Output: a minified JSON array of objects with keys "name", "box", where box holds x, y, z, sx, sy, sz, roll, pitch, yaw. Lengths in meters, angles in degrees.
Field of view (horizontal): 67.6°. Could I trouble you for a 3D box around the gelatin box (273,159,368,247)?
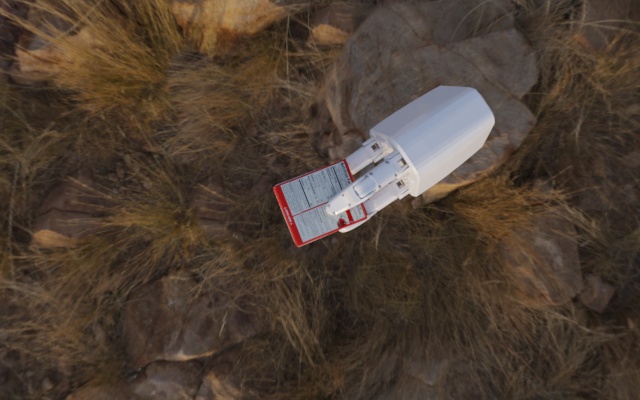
[{"name":"gelatin box","box":[0.000,0.002,0.542,0.089,0.073,0.030,-22,5,-5]}]
